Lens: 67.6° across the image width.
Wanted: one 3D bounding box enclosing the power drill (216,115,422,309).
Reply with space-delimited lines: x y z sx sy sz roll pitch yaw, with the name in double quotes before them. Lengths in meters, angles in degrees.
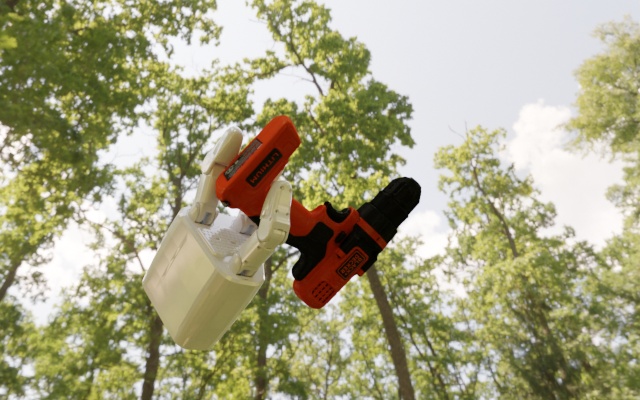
"power drill" 0.000 0.002 0.503 0.188 0.184 0.057 45 -4 -23
